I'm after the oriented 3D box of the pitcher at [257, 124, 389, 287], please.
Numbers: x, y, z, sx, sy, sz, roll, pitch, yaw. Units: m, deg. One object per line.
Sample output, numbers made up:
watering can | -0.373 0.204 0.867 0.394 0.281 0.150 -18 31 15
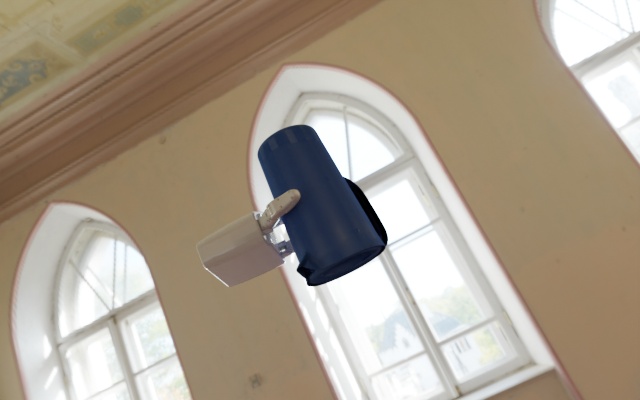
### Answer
pitcher | 0.000 0.003 0.765 0.145 0.242 0.149 -28 -19 5
